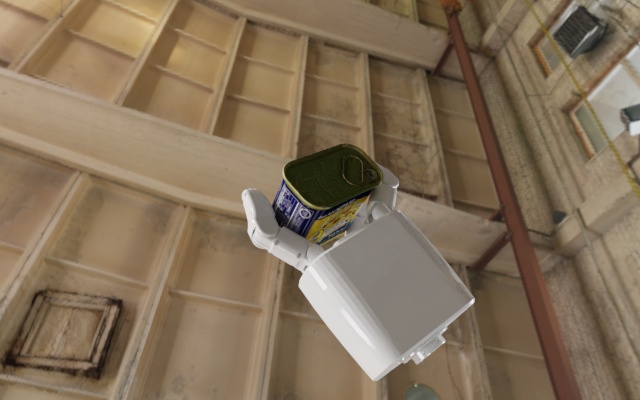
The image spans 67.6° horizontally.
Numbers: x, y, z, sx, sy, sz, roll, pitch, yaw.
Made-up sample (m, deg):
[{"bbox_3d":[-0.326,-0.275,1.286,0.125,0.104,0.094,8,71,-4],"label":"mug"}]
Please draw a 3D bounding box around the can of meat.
[{"bbox_3d":[0.000,0.002,0.462,0.102,0.057,0.084,-24,-27,-40],"label":"can of meat"}]
